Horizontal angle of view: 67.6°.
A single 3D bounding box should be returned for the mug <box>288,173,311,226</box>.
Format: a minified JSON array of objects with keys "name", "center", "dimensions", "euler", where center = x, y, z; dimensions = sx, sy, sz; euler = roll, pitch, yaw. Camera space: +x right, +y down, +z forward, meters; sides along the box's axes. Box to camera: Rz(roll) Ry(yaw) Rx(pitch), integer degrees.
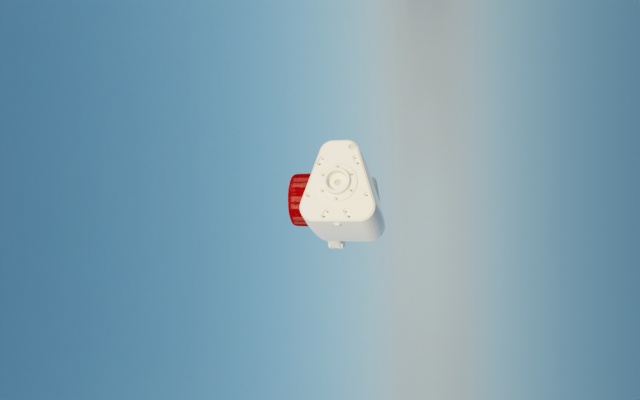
[{"name":"mug","center":[0.000,0.003,0.745],"dimensions":[0.081,0.093,0.117],"euler":[0,-17,11]}]
